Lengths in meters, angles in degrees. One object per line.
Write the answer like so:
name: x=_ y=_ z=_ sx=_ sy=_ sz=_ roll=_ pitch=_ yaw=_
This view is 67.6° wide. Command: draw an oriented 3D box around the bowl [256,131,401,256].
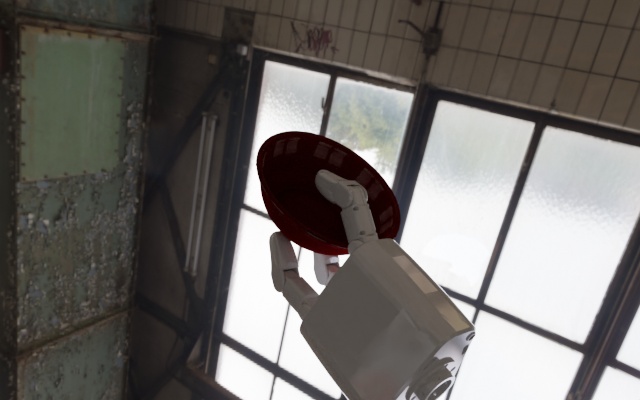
bowl: x=0.000 y=0.001 z=0.492 sx=0.162 sy=0.162 sz=0.055 roll=0 pitch=-41 yaw=-37
